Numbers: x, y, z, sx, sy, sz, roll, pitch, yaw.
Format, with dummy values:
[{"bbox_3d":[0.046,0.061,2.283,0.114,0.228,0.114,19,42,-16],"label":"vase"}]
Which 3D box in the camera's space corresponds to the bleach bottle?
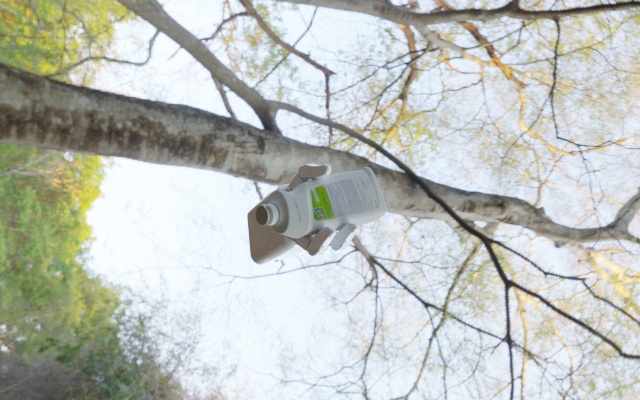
[{"bbox_3d":[0.000,0.003,0.769,0.251,0.102,0.068,-7,-19,-46],"label":"bleach bottle"}]
